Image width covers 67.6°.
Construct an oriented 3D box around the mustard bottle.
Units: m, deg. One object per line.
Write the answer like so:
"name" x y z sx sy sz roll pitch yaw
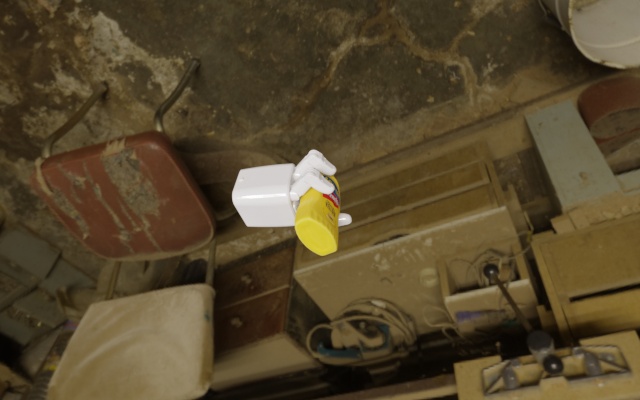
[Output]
"mustard bottle" 0.000 0.003 0.881 0.058 0.096 0.191 -24 34 24
